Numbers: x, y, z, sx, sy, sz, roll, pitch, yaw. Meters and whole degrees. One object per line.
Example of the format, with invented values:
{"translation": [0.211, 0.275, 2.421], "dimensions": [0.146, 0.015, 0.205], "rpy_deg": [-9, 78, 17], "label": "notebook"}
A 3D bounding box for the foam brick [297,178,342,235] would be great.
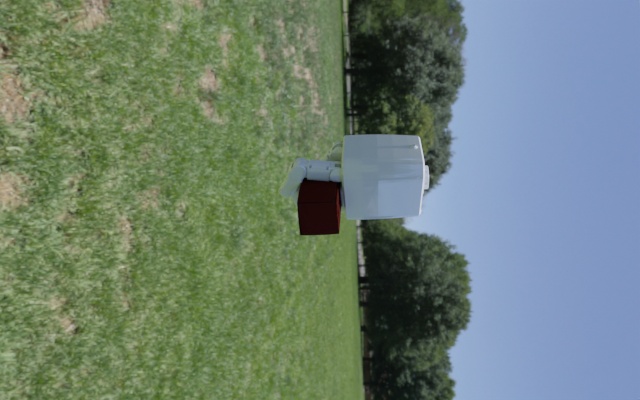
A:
{"translation": [0.000, 0.002, 0.630], "dimensions": [0.051, 0.053, 0.078], "rpy_deg": [0, 36, 6], "label": "foam brick"}
